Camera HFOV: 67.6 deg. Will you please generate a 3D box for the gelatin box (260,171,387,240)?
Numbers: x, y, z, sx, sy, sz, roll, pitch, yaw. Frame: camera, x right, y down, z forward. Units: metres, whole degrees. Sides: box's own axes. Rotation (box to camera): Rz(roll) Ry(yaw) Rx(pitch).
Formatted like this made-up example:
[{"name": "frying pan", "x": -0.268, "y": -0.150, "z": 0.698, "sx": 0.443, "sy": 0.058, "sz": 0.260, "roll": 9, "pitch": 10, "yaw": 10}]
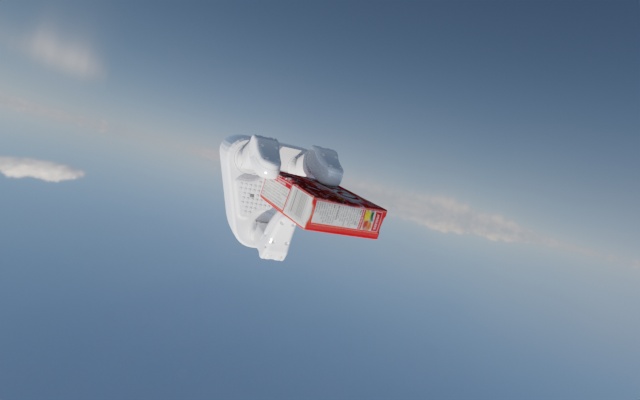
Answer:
[{"name": "gelatin box", "x": 0.000, "y": 0.002, "z": 0.405, "sx": 0.073, "sy": 0.030, "sz": 0.089, "roll": 11, "pitch": 12, "yaw": -33}]
